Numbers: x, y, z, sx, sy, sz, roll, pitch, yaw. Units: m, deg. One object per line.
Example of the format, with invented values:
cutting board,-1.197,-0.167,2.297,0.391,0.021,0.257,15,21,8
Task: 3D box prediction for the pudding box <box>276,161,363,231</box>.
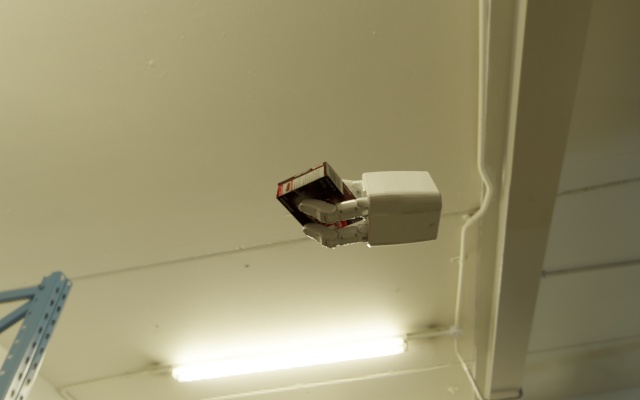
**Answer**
pudding box,0.000,0.002,0.733,0.090,0.039,0.113,-24,-52,21
